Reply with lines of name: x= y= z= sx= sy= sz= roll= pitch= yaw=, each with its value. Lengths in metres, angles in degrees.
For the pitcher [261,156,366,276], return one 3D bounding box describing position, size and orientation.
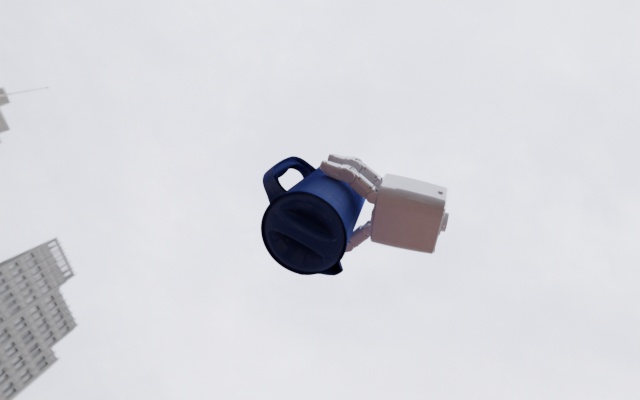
pitcher: x=0.000 y=0.003 z=0.794 sx=0.145 sy=0.149 sz=0.242 roll=11 pitch=23 yaw=13
